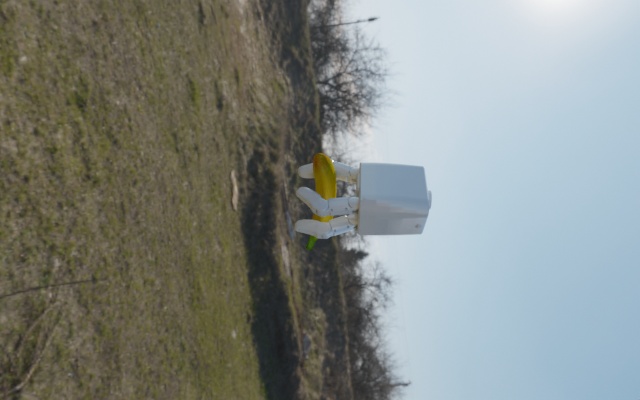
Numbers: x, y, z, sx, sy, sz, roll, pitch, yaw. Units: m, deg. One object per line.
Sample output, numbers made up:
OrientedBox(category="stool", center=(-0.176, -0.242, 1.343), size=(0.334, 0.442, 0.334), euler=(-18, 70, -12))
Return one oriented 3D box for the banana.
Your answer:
OrientedBox(category="banana", center=(0.005, -0.006, 0.790), size=(0.037, 0.198, 0.069), euler=(12, 39, 10))
